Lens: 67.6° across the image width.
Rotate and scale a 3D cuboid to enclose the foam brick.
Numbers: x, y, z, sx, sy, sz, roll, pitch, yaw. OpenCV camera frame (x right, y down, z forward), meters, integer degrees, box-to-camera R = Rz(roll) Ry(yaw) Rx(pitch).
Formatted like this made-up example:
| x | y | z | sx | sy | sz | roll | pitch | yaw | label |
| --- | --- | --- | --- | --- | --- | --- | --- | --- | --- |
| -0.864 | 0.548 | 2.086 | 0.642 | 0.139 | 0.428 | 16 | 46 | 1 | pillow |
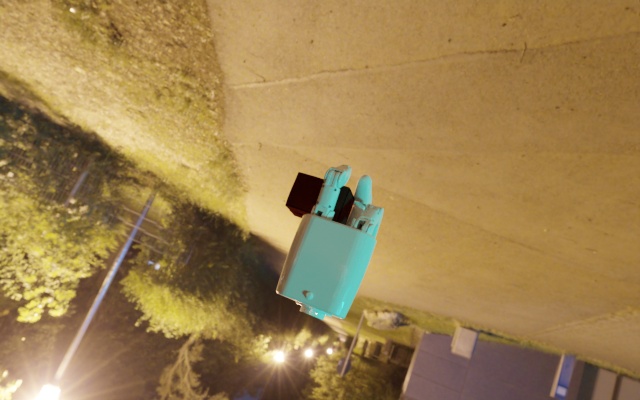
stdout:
| x | y | z | sx | sy | sz | roll | pitch | yaw | label |
| --- | --- | --- | --- | --- | --- | --- | --- | --- | --- |
| 0.000 | 0.002 | 0.649 | 0.078 | 0.051 | 0.053 | 18 | -13 | 17 | foam brick |
